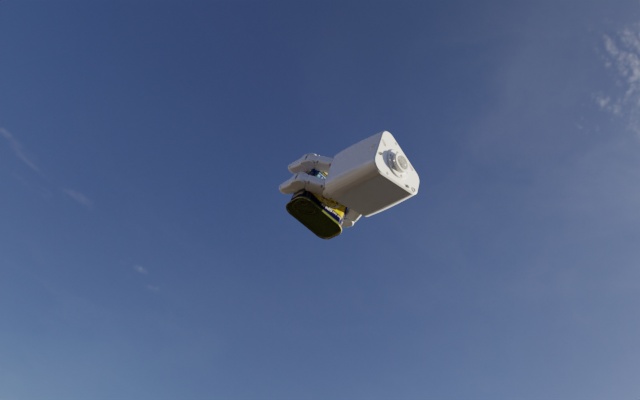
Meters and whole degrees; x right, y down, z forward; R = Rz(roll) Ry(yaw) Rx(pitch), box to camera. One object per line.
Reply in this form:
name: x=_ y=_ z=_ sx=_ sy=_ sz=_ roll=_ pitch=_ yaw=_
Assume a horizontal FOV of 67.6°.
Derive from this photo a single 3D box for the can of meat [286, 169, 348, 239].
can of meat: x=0.000 y=0.003 z=0.831 sx=0.102 sy=0.084 sz=0.057 roll=40 pitch=-44 yaw=-20
